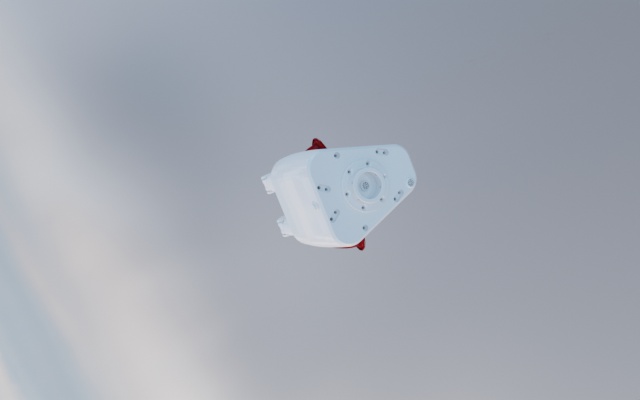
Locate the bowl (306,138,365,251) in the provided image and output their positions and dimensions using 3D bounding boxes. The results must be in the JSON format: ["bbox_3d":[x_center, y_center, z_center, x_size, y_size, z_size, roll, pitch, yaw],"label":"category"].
[{"bbox_3d":[0.000,0.002,0.633,0.055,0.162,0.162,-23,3,-7],"label":"bowl"}]
